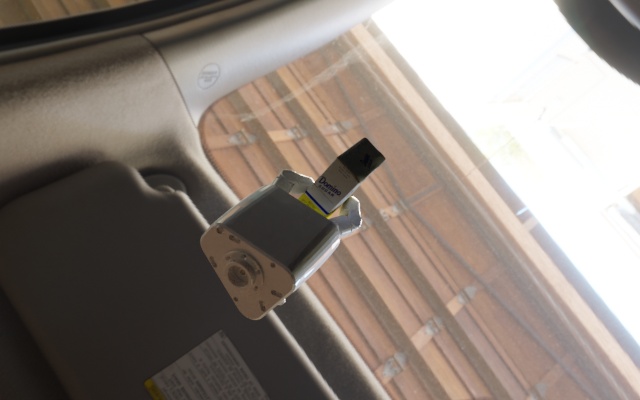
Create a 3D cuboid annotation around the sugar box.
[{"bbox_3d":[0.000,0.003,0.608,0.176,0.048,0.093,-43,-1,34],"label":"sugar box"}]
